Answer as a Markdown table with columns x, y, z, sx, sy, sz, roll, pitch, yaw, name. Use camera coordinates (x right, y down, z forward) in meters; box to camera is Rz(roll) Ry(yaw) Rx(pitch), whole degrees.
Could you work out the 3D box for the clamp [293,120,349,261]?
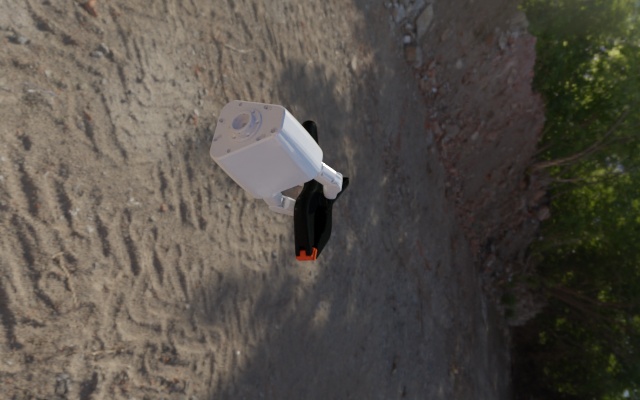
| x | y | z | sx | sy | sz | roll | pitch | yaw | name |
| --- | --- | --- | --- | --- | --- | --- | --- | --- | --- |
| 0.001 | 0.003 | 0.753 | 0.036 | 0.210 | 0.165 | -6 | -28 | 26 | clamp |
